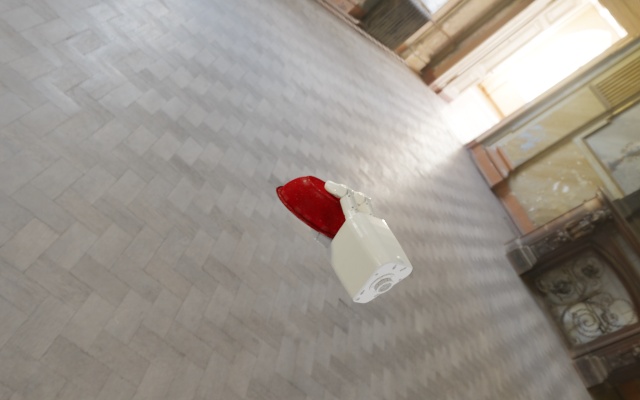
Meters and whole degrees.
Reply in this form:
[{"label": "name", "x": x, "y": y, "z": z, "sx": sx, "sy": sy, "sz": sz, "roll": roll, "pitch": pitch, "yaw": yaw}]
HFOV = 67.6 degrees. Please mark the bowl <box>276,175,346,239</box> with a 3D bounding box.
[{"label": "bowl", "x": -0.001, "y": 0.002, "z": 0.872, "sx": 0.162, "sy": 0.055, "sz": 0.162, "roll": 33, "pitch": 14, "yaw": -9}]
